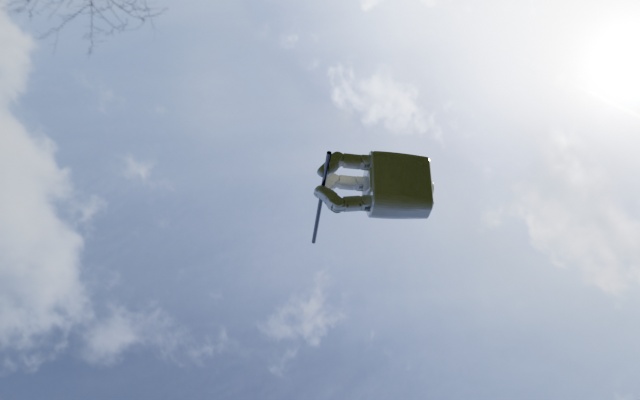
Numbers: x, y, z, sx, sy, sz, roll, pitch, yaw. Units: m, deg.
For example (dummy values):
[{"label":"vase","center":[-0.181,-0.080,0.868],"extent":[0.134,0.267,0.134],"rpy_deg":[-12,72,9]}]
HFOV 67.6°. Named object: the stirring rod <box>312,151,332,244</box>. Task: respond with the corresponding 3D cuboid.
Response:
[{"label":"stirring rod","center":[0.000,0.003,0.846],"extent":[0.011,0.011,0.240],"rpy_deg":[0,-41,-9]}]
